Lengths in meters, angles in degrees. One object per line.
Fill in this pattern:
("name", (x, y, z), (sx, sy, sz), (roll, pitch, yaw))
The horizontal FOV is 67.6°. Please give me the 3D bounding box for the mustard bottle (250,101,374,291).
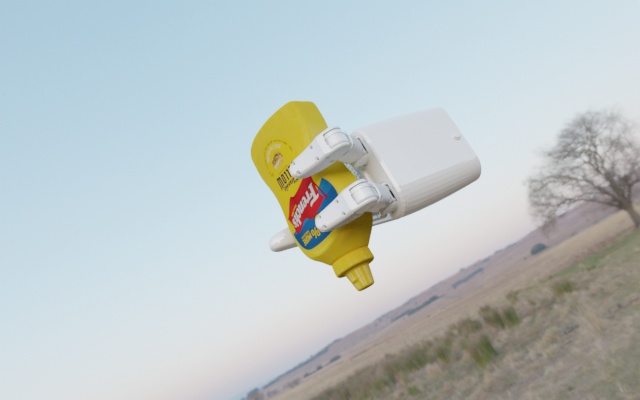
("mustard bottle", (0.000, 0.001, 0.476), (0.058, 0.191, 0.096), (-10, -26, -46))
